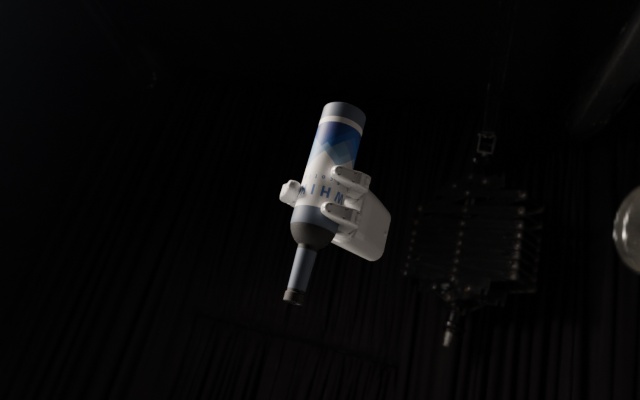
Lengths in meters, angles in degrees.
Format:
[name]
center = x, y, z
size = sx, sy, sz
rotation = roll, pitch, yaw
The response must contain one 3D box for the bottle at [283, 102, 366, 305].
[bottle]
center = 0.000, 0.002, 0.684
size = 0.069, 0.295, 0.069
rotation = 14, -18, 5
